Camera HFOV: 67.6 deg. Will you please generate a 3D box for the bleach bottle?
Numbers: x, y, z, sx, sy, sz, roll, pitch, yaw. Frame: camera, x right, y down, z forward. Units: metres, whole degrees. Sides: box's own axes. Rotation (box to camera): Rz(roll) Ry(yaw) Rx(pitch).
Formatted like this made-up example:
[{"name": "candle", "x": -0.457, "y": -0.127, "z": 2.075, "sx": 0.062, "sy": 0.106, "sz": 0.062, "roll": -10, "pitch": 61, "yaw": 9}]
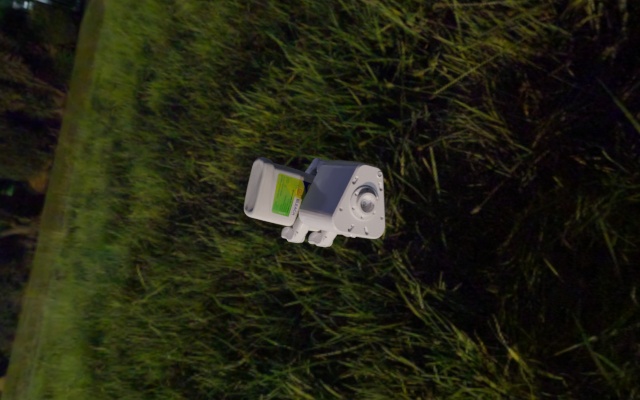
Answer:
[{"name": "bleach bottle", "x": 0.000, "y": 0.003, "z": 0.826, "sx": 0.251, "sy": 0.102, "sz": 0.068, "roll": 12, "pitch": 1, "yaw": -28}]
